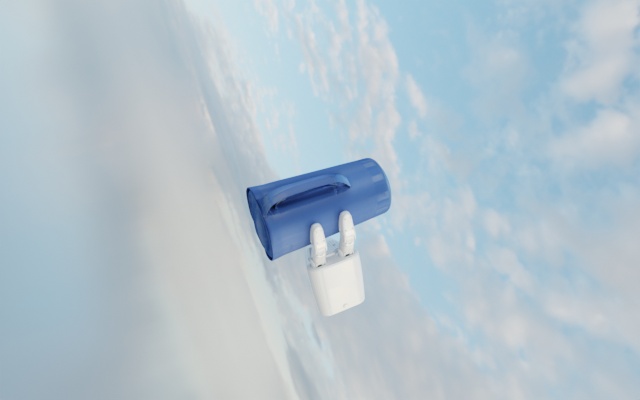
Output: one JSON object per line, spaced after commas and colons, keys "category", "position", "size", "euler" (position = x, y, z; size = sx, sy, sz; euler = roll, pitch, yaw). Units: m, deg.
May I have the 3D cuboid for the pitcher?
{"category": "pitcher", "position": [0.000, 0.003, 0.840], "size": [0.243, 0.145, 0.149], "euler": [-19, 23, -16]}
